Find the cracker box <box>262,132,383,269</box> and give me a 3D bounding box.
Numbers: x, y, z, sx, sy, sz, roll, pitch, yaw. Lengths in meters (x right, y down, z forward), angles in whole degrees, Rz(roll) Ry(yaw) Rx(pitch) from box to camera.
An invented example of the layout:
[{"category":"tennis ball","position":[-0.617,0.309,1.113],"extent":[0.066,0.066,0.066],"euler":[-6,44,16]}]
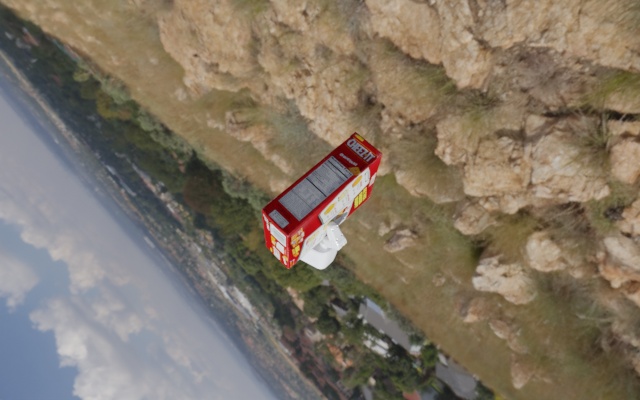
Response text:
[{"category":"cracker box","position":[0.000,0.003,0.819],"extent":[0.213,0.072,0.164],"euler":[-41,-17,-19]}]
